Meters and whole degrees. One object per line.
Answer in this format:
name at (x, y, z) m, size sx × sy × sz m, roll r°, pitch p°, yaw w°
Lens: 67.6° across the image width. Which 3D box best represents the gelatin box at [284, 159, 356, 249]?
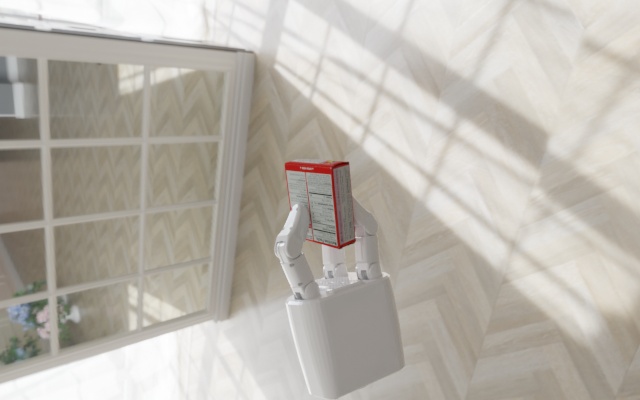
gelatin box at (0.000, 0.001, 0.510) m, size 0.030 × 0.089 × 0.073 m, roll -20°, pitch 20°, yaw -41°
